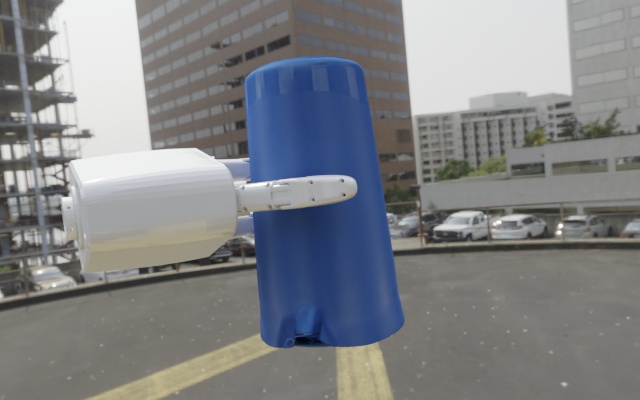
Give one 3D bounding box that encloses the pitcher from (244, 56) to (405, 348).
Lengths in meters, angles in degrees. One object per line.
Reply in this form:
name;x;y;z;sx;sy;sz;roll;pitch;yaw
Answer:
pitcher;0.000;0.001;0.446;0.145;0.243;0.149;-8;4;-29
